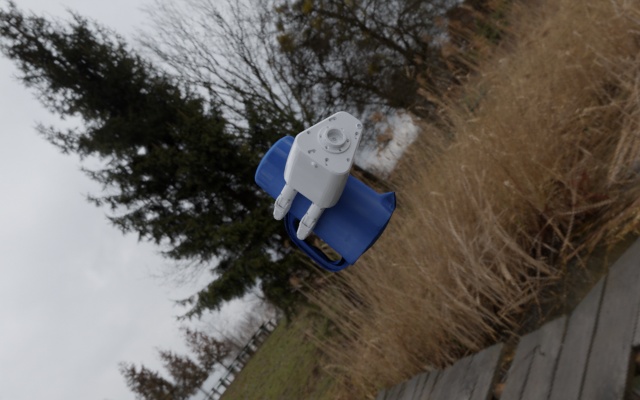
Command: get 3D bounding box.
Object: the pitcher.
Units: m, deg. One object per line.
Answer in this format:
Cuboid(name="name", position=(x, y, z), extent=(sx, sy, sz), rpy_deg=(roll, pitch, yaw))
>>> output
Cuboid(name="pitcher", position=(0.000, 0.003, 0.858), extent=(0.243, 0.149, 0.145), rpy_deg=(37, -27, 7))
